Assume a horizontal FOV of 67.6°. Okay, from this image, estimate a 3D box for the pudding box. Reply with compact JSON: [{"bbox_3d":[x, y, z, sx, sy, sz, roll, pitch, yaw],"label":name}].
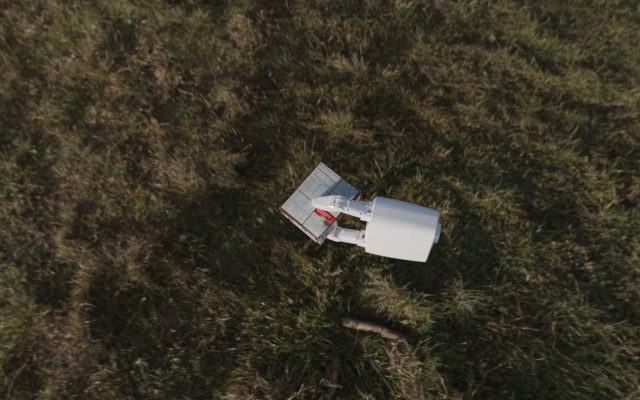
[{"bbox_3d":[0.000,0.003,0.810,0.090,0.113,0.039,39,-10,16],"label":"pudding box"}]
